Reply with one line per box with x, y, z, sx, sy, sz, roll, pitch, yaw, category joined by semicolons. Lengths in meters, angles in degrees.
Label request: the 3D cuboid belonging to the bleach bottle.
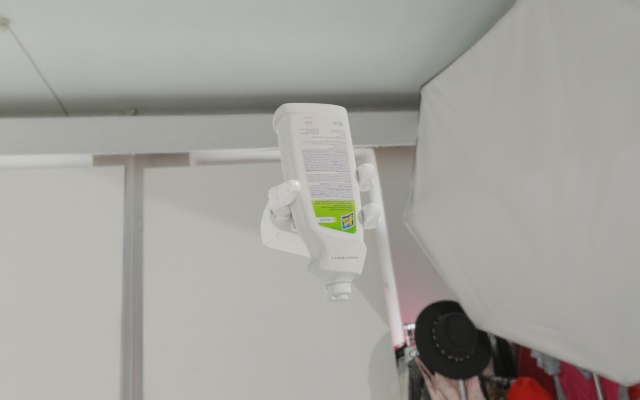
0.000;0.002;0.605;0.102;0.250;0.068;-1;-19;-16;bleach bottle
